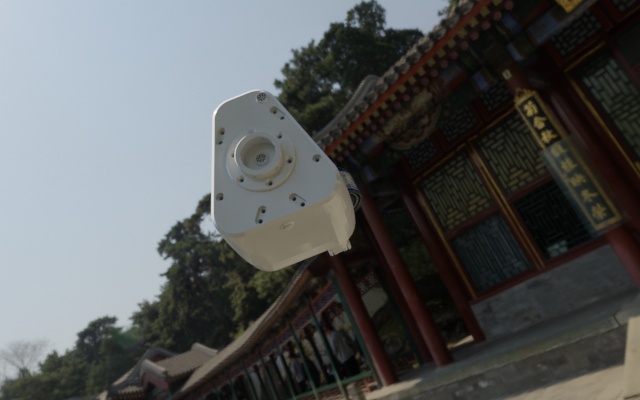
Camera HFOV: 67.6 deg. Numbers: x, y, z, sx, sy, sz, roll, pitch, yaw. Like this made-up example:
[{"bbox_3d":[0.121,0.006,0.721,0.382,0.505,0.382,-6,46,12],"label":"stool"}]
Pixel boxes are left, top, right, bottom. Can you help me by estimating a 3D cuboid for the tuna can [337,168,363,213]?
[{"bbox_3d":[0.000,0.001,0.512,0.086,0.033,0.086,-21,-23,-9],"label":"tuna can"}]
